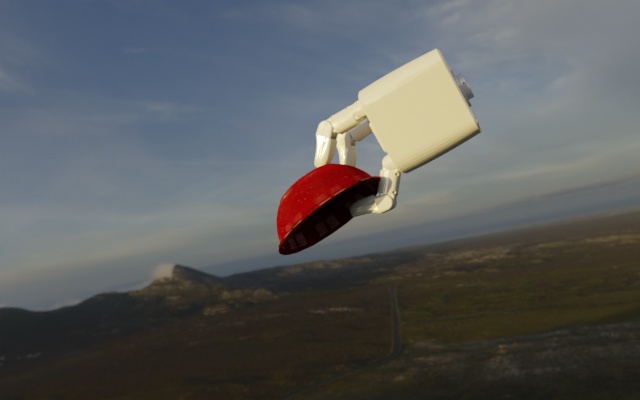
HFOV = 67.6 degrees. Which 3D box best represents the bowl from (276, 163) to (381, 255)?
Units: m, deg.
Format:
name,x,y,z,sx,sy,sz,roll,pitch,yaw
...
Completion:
name,x,y,z,sx,sy,sz,roll,pitch,yaw
bowl,-0.001,0.002,0.617,0.162,0.055,0.162,-33,-16,-11
